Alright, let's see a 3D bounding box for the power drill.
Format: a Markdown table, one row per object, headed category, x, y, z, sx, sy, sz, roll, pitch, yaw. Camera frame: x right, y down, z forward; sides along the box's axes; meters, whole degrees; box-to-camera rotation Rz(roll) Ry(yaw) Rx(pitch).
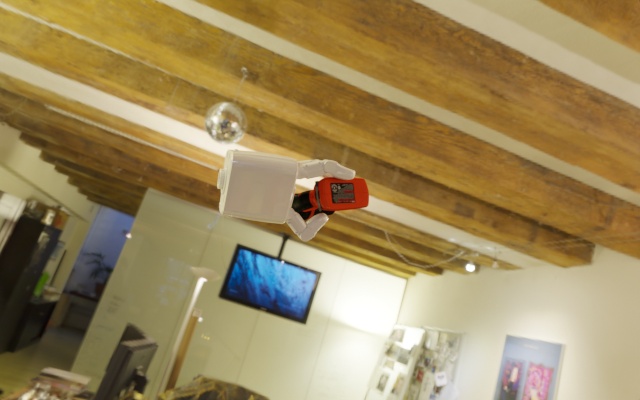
| category | x | y | z | sx | sy | sz | roll | pitch | yaw |
| --- | --- | --- | --- | --- | --- | --- | --- | --- | --- |
| power drill | 0.000 | 0.003 | 0.878 | 0.184 | 0.057 | 0.188 | -4 | -8 | -39 |
